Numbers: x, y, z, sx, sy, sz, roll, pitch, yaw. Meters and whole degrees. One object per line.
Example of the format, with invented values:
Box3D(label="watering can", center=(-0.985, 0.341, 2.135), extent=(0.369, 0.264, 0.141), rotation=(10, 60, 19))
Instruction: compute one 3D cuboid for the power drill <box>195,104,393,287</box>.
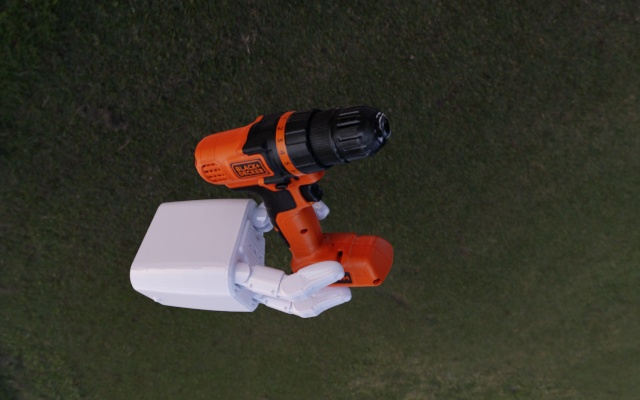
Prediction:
Box3D(label="power drill", center=(0.000, 0.002, 0.435), extent=(0.184, 0.188, 0.057), rotation=(-5, 41, 33))
